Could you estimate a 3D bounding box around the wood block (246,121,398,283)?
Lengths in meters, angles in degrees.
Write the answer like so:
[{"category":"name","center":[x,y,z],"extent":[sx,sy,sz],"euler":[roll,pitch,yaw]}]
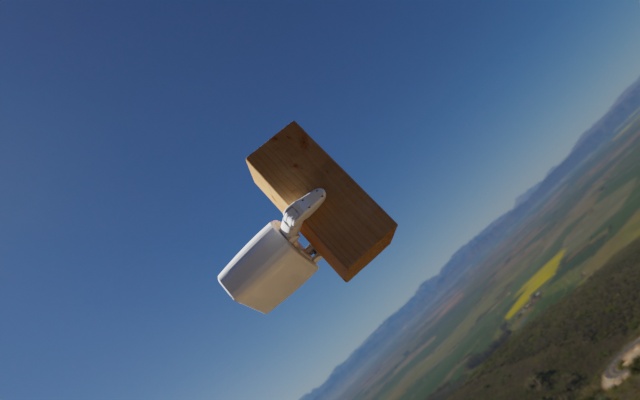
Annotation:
[{"category":"wood block","center":[0.000,0.002,0.665],"extent":[0.090,0.206,0.091],"euler":[-40,-17,-12]}]
